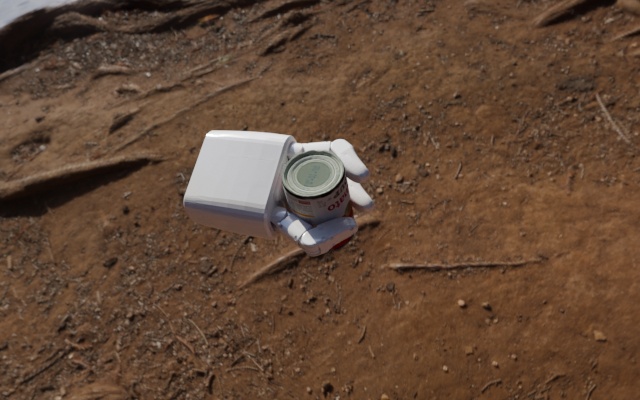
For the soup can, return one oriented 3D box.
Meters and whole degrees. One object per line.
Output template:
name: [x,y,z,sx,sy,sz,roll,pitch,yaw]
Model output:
soup can: [0.000,0.002,0.525,0.068,0.068,0.102,0,-38,12]
